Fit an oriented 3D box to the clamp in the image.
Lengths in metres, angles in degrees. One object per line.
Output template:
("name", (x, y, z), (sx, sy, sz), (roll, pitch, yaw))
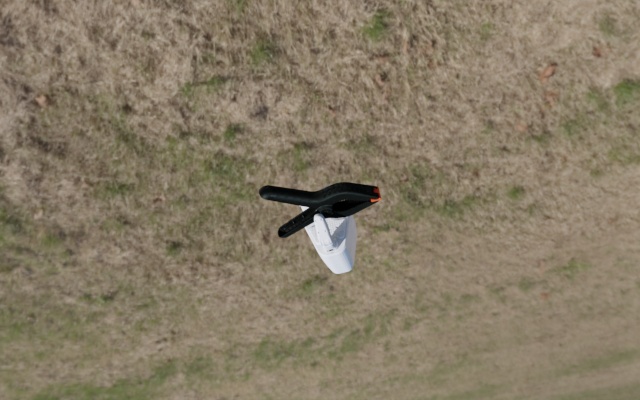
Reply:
("clamp", (0.001, 0.003, 0.844), (0.210, 0.036, 0.165), (-15, -31, 8))
